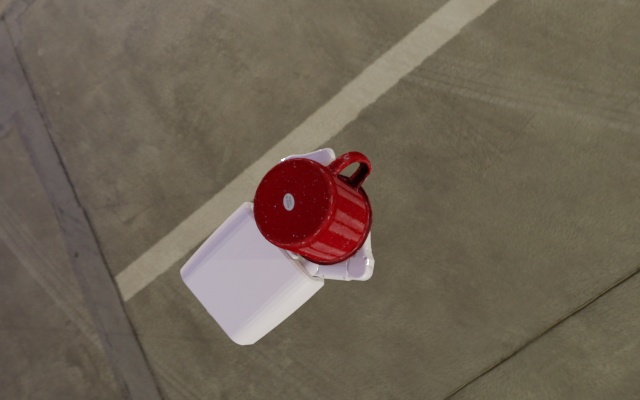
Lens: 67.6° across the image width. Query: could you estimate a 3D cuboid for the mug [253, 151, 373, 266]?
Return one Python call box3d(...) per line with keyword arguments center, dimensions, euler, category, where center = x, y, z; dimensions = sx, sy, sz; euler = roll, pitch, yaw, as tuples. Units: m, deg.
box3d(center=(0.001, 0.000, 0.438), dimensions=(0.117, 0.093, 0.081), euler=(-44, -26, 9), category="mug")
